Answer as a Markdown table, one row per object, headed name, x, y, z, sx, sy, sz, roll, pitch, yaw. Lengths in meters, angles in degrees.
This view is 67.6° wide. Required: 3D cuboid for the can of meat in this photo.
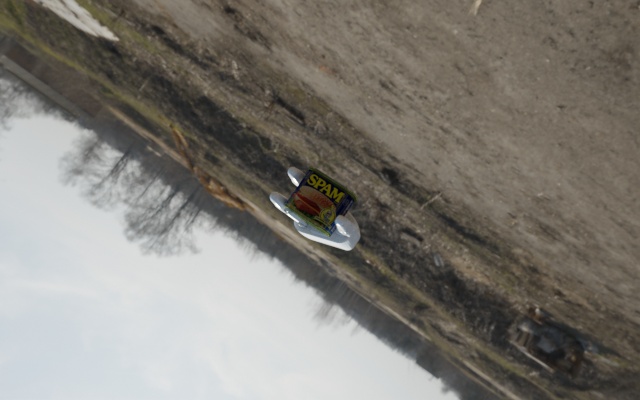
| name | x | y | z | sx | sy | sz | roll | pitch | yaw |
| --- | --- | --- | --- | --- | --- | --- | --- | --- | --- |
| can of meat | 0.000 | 0.003 | 0.832 | 0.102 | 0.084 | 0.057 | 33 | -6 | 14 |
